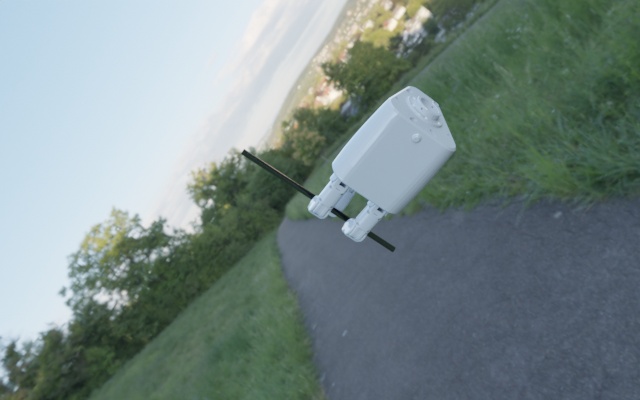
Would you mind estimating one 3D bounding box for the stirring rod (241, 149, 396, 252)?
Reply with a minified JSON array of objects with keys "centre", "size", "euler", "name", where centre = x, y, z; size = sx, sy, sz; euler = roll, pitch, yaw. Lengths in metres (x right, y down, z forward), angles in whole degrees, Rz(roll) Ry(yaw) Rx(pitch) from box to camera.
[{"centre":[0.000,0.002,0.629],"size":[0.239,0.011,0.011],"euler":[33,-6,-9],"name":"stirring rod"}]
